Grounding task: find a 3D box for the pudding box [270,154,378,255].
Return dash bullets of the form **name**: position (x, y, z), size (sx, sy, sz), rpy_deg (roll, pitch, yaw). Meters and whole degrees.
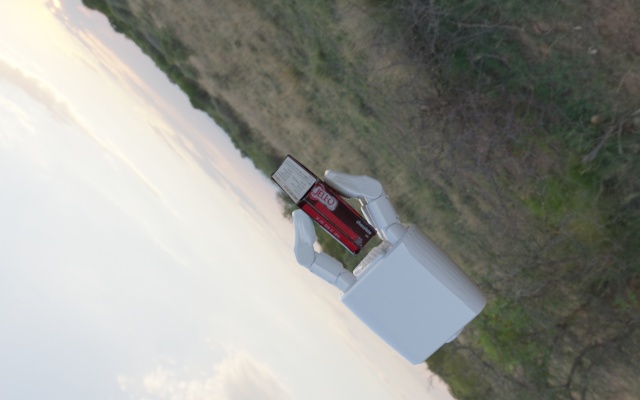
- **pudding box**: position (0.000, 0.002, 0.510), size (0.090, 0.039, 0.113), rpy_deg (42, -2, -26)
